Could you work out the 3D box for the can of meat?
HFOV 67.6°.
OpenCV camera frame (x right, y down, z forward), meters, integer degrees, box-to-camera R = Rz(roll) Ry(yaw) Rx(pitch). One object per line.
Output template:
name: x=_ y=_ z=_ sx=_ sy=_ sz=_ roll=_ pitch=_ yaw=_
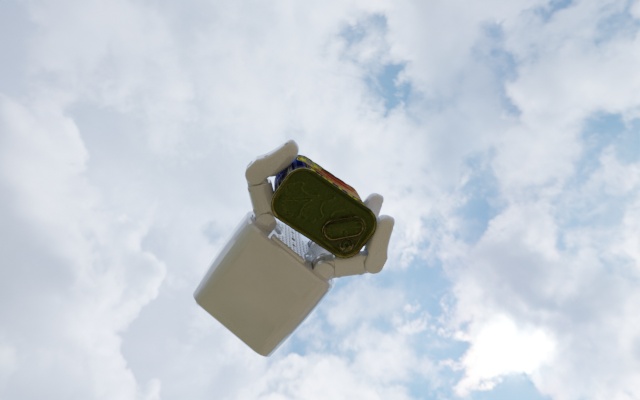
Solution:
can of meat: x=0.000 y=0.001 z=0.487 sx=0.102 sy=0.057 sz=0.084 roll=33 pitch=11 yaw=-14
